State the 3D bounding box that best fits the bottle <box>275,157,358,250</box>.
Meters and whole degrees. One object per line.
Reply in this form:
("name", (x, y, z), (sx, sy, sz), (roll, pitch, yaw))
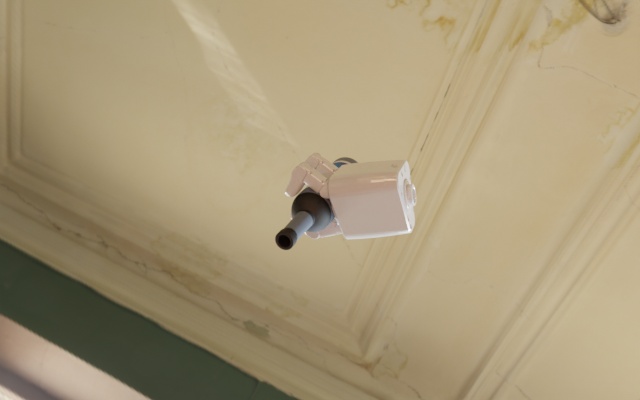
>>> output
("bottle", (0.000, 0.002, 0.765), (0.069, 0.069, 0.295), (0, 21, 21))
